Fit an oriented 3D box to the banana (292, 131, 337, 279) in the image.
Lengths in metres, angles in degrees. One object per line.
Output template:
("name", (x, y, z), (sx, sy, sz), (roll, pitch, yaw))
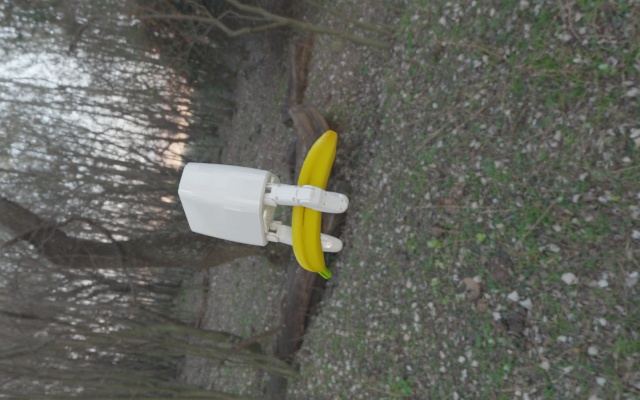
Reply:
("banana", (-0.008, 0.006, 0.615), (0.037, 0.198, 0.069), (6, 3, 26))
